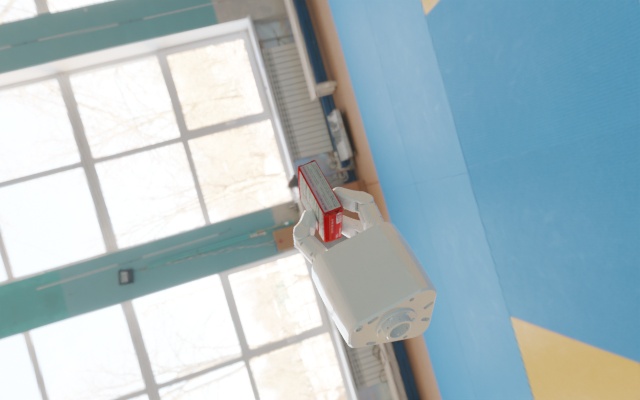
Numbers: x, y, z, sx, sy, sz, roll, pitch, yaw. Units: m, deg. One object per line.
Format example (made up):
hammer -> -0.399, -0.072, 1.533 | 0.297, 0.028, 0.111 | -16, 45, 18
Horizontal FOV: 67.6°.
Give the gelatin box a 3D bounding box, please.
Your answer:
gelatin box -> 0.000, 0.002, 0.646 | 0.030, 0.089, 0.073 | -22, -32, -14
